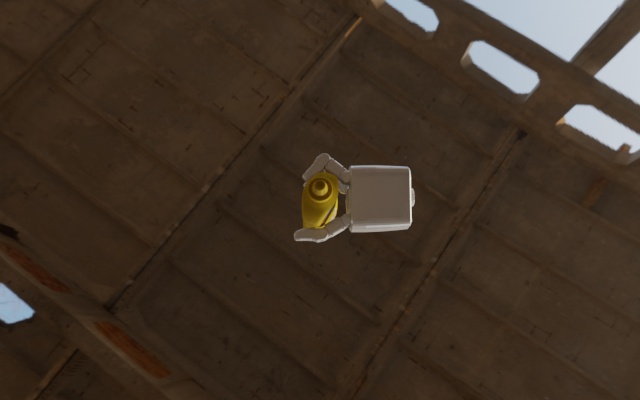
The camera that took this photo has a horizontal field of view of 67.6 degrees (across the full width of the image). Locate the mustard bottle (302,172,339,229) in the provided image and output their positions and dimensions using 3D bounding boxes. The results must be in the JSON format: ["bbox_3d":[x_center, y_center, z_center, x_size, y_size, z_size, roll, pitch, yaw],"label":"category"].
[{"bbox_3d":[0.000,0.003,0.842,0.058,0.096,0.192,23,-15,6],"label":"mustard bottle"}]
